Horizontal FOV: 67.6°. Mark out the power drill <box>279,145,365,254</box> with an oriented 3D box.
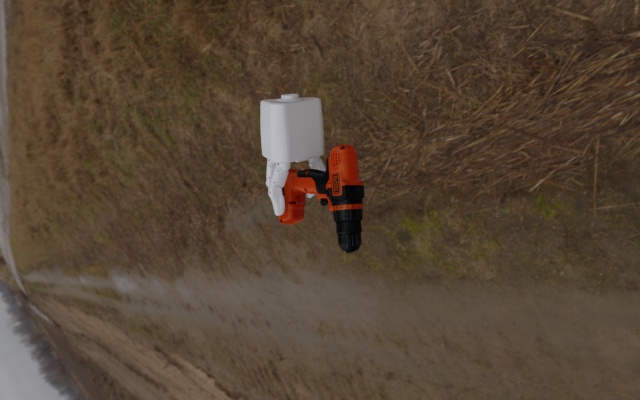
[{"bbox_3d":[0.000,0.003,0.860,0.057,0.184,0.187,1,-5,-44],"label":"power drill"}]
